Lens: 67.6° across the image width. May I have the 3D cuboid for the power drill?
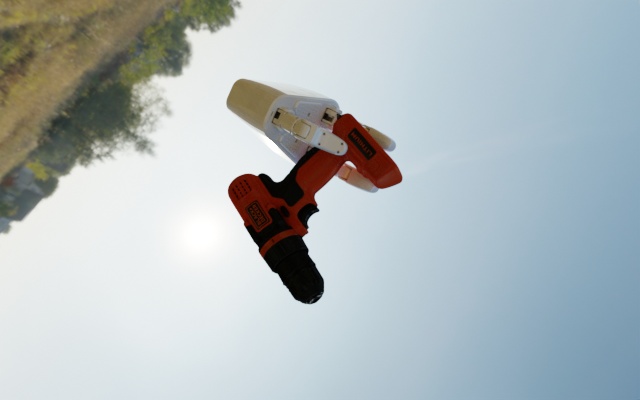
[{"bbox_3d":[0.000,0.001,0.559,0.187,0.184,0.057,-37,-23,1],"label":"power drill"}]
